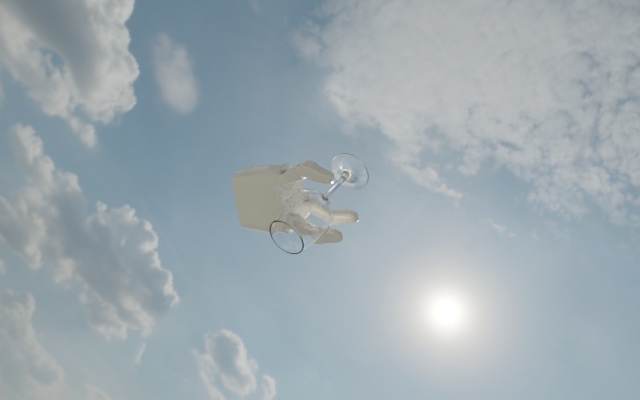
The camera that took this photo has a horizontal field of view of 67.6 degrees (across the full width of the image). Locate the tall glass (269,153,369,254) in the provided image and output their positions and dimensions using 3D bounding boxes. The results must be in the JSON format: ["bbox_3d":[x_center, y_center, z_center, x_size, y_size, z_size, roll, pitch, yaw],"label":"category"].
[{"bbox_3d":[0.001,0.002,0.775,0.079,0.079,0.201,0,32,37],"label":"tall glass"}]
